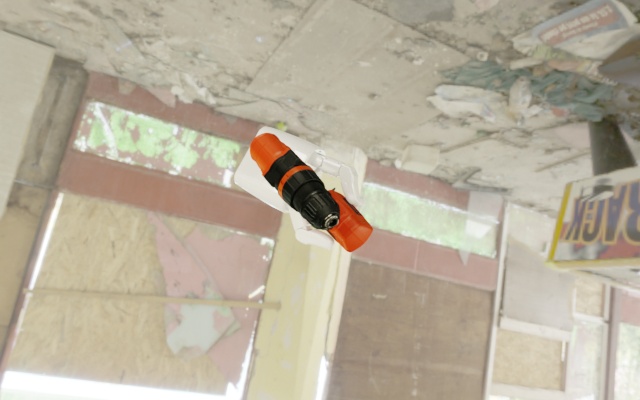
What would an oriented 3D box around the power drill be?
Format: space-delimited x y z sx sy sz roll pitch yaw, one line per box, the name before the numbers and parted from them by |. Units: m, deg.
power drill | 0.000 0.002 0.642 0.184 0.057 0.188 50 4 40
